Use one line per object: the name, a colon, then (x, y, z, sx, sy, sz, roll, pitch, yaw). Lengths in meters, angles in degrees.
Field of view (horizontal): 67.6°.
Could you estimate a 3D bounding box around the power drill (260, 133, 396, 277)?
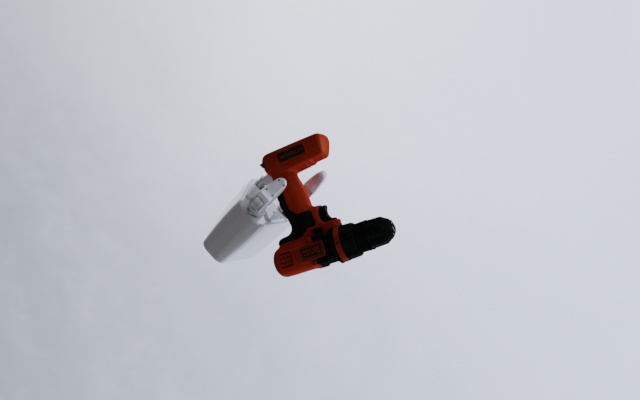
power drill: (0.000, 0.002, 0.693, 0.184, 0.187, 0.057, -20, -14, 15)
